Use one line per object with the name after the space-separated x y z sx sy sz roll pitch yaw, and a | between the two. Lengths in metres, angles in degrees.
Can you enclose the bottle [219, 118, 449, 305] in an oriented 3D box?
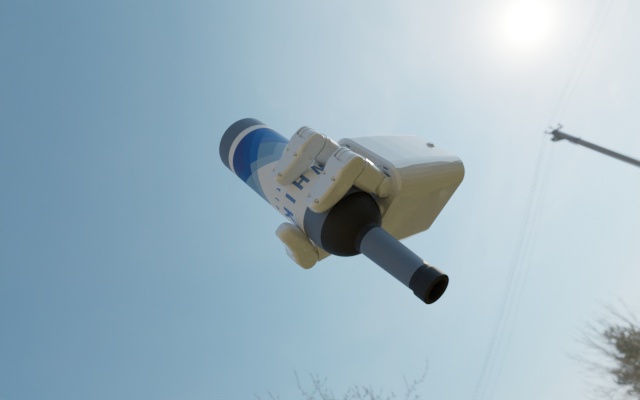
0.000 0.001 0.456 0.069 0.069 0.295 0 27 -42 | bottle
